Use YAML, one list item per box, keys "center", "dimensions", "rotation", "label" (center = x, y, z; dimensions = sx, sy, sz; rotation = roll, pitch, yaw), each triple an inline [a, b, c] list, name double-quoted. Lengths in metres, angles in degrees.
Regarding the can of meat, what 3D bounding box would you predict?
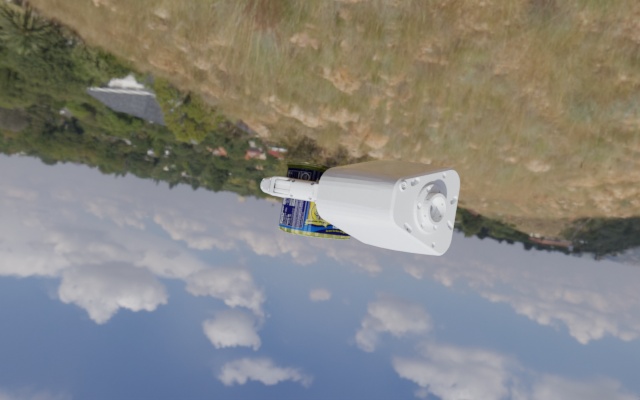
- center: [0.000, 0.002, 0.588]
  dimensions: [0.102, 0.084, 0.057]
  rotation: [10, -1, -44]
  label: "can of meat"
